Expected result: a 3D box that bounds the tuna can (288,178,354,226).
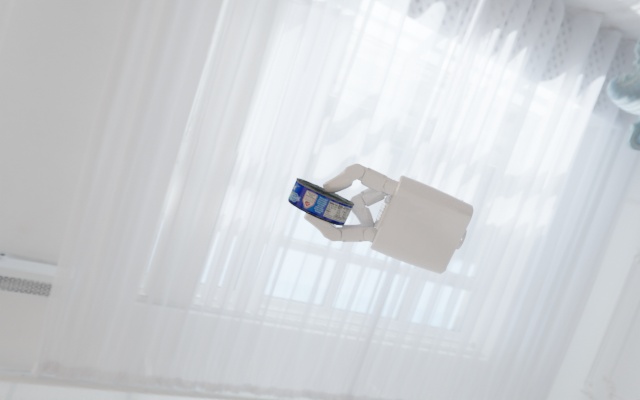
[{"bbox_3d":[0.000,0.003,0.643,0.086,0.034,0.086,24,6,-3],"label":"tuna can"}]
